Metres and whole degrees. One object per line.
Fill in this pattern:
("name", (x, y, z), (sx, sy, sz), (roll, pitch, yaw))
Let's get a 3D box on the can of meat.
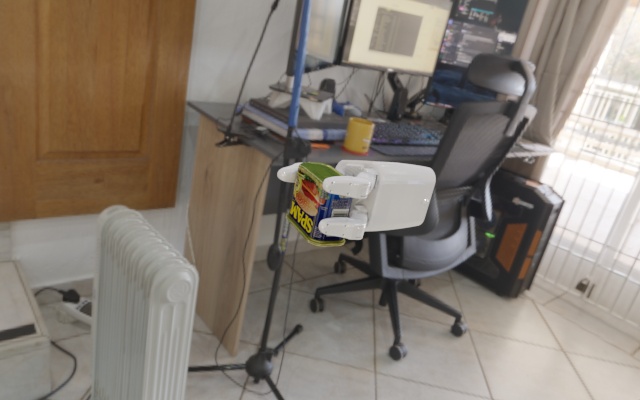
("can of meat", (0.000, 0.002, 0.649), (0.057, 0.084, 0.102), (1, 23, -29))
